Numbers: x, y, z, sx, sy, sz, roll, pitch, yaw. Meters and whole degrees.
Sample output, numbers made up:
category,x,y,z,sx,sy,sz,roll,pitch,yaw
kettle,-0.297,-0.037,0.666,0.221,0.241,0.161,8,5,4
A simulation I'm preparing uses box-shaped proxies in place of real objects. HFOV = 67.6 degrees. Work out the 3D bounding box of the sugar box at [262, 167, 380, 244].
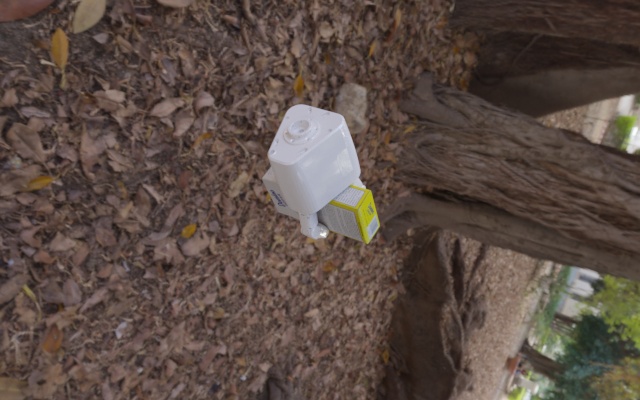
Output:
category,x,y,z,sx,sy,sz,roll,pitch,yaw
sugar box,0.000,0.002,0.743,0.176,0.048,0.093,21,-29,30
